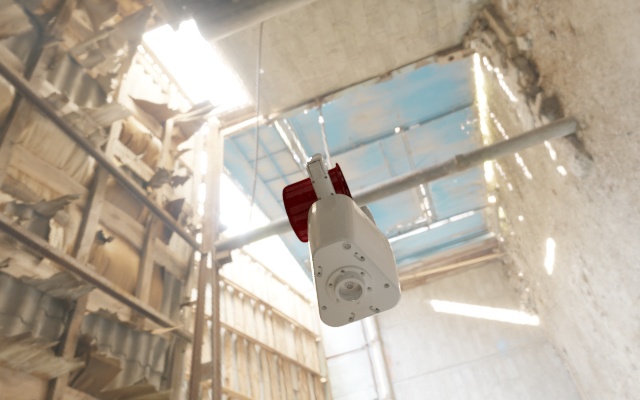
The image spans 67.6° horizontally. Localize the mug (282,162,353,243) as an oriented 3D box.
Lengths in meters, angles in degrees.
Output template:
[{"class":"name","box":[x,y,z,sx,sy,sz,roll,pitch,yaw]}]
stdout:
[{"class":"mug","box":[0.000,0.002,0.647,0.081,0.093,0.117,-20,22,7]}]
